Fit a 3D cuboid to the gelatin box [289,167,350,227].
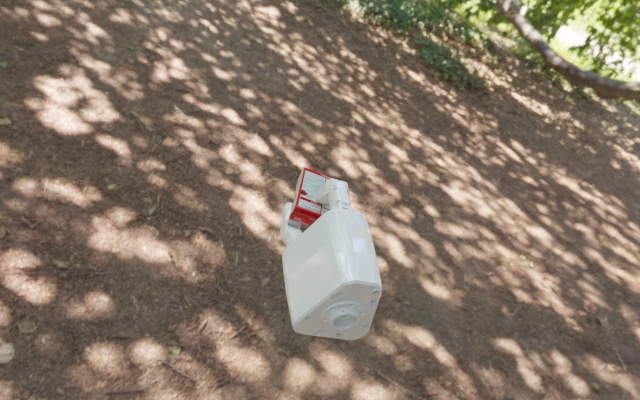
[{"bbox_3d":[0.000,0.002,0.661,0.073,0.030,0.089,21,41,-11],"label":"gelatin box"}]
